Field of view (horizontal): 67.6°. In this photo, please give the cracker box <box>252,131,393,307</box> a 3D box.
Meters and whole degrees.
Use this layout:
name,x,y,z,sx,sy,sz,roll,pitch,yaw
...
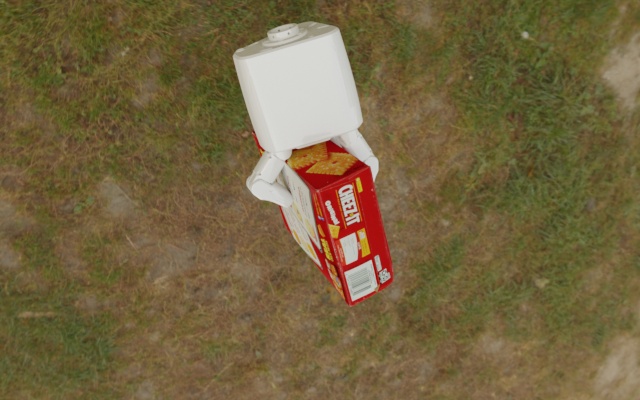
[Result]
name,x,y,z,sx,sy,sz,roll,pitch,yaw
cracker box,0.000,0.002,0.597,0.072,0.164,0.213,-25,32,-14
